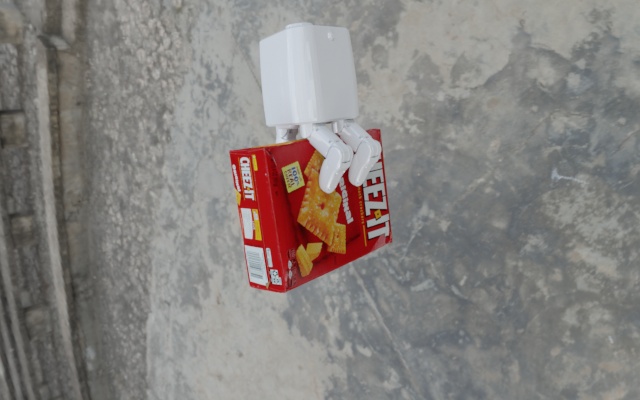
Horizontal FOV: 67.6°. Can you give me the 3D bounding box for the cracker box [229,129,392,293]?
[{"bbox_3d":[0.000,0.002,0.599,0.072,0.164,0.213,2,13,43],"label":"cracker box"}]
